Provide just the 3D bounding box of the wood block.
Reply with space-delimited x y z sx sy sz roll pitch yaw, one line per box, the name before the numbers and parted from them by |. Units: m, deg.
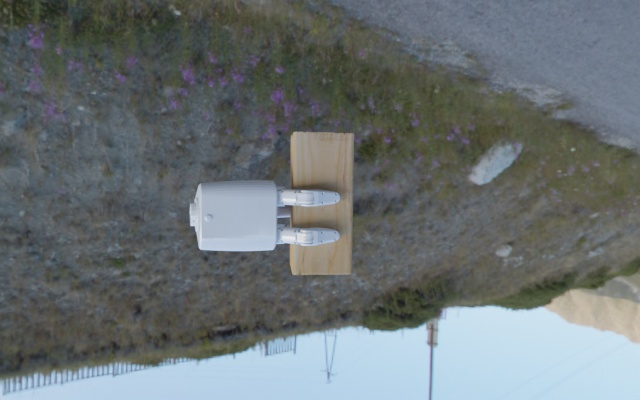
wood block | 0.000 0.003 0.730 0.090 0.206 0.091 0 4 -6
